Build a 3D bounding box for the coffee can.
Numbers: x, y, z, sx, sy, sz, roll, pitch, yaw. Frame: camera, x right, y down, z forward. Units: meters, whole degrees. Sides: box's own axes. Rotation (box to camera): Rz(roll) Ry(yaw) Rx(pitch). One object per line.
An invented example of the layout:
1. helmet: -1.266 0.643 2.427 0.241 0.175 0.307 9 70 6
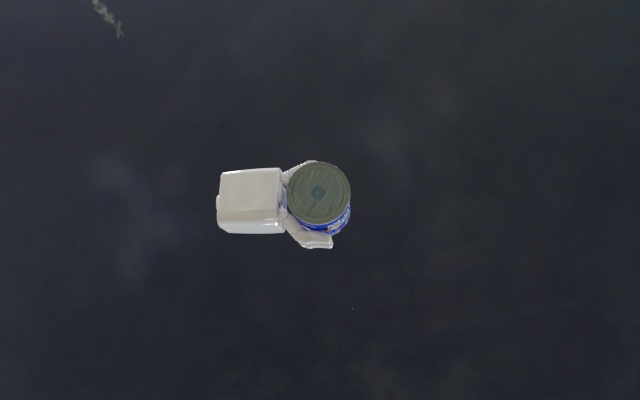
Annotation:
1. coffee can: 0.000 0.003 0.822 0.103 0.102 0.140 0 -13 4
